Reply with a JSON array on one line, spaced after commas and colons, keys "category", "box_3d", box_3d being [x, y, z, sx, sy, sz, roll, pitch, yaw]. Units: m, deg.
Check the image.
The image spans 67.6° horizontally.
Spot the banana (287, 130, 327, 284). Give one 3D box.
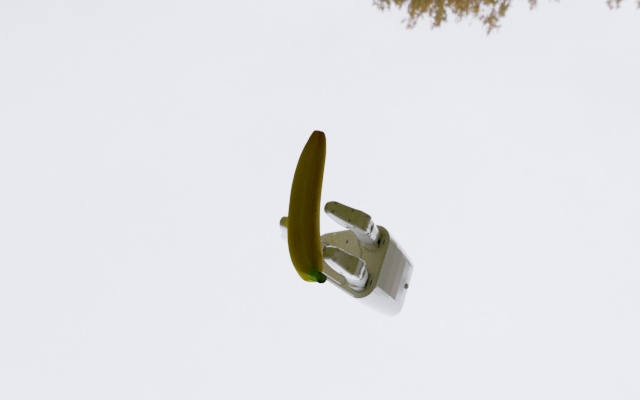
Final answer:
[{"category": "banana", "box_3d": [-0.011, 0.013, 0.543, 0.037, 0.197, 0.070, 20, -38, -31]}]
